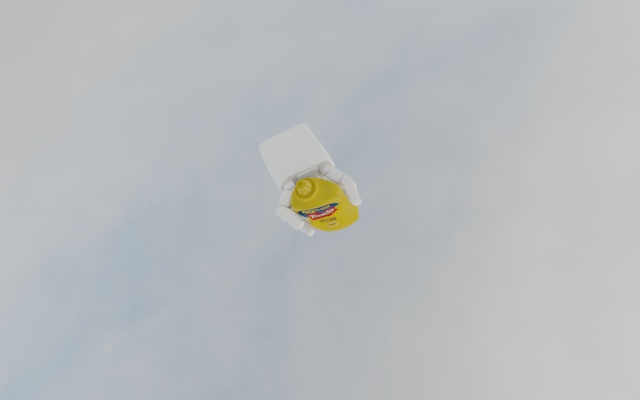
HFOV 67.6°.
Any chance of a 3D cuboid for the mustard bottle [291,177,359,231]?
[{"bbox_3d":[0.000,0.003,0.878,0.096,0.058,0.192,-12,-23,17],"label":"mustard bottle"}]
